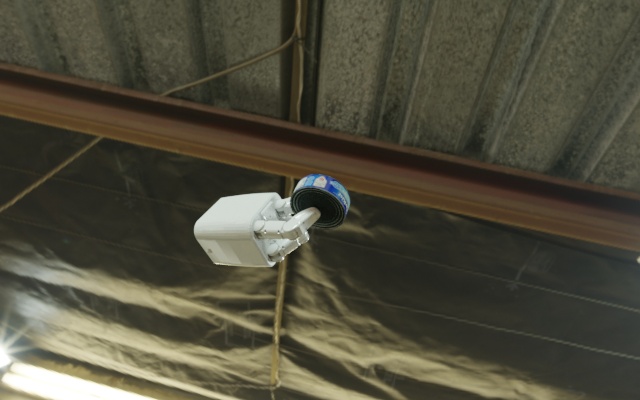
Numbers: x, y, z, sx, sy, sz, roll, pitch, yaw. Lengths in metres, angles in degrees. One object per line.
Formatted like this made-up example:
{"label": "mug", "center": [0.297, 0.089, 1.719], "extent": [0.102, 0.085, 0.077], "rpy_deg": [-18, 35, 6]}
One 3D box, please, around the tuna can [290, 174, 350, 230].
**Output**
{"label": "tuna can", "center": [0.000, 0.002, 0.708], "extent": [0.086, 0.086, 0.033], "rpy_deg": [0, 43, 24]}
